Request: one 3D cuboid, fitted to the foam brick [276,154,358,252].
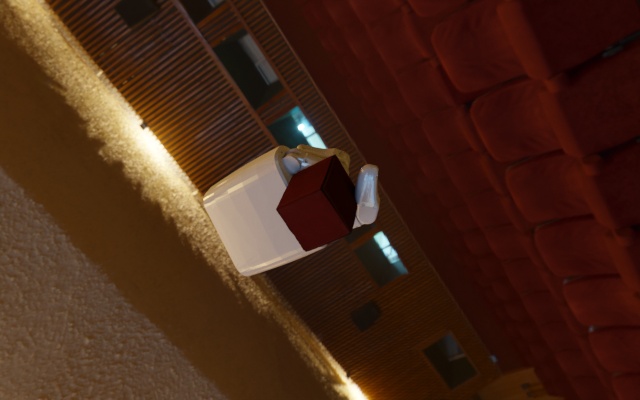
[{"bbox_3d":[0.000,0.002,0.455,0.051,0.053,0.078,-24,21,22],"label":"foam brick"}]
